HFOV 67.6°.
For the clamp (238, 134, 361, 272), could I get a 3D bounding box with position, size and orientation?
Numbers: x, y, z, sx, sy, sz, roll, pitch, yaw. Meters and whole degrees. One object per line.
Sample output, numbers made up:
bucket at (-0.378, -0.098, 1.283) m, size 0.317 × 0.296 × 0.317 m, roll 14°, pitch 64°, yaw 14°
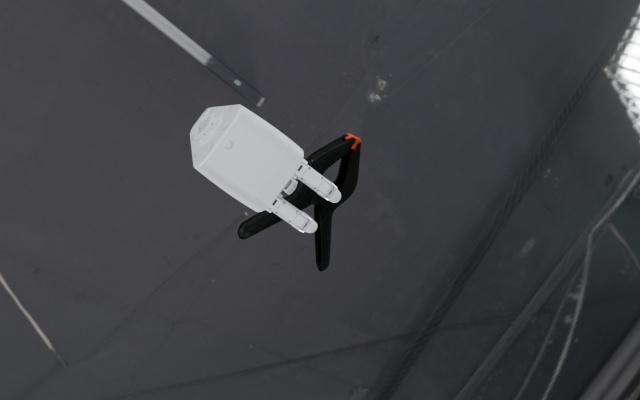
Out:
clamp at (0.000, 0.001, 0.696) m, size 0.165 × 0.210 × 0.036 m, roll 36°, pitch 1°, yaw -37°
